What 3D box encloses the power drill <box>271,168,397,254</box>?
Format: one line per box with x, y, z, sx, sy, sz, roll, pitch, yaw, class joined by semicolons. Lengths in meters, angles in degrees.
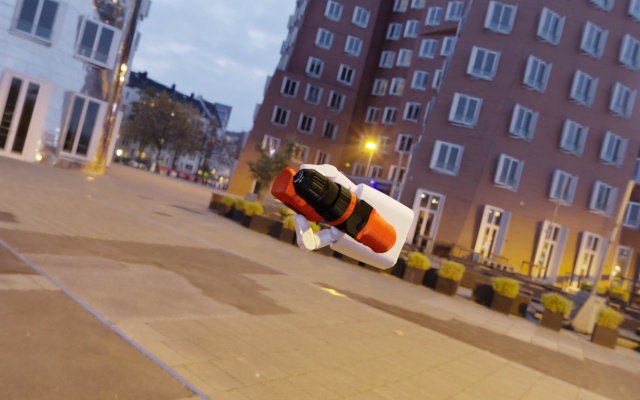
0.000;0.002;0.692;0.184;0.057;0.187;38;-7;-31;power drill
